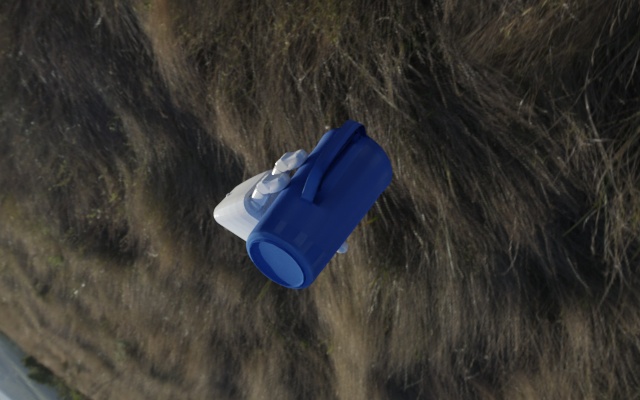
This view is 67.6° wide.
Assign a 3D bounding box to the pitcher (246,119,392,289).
[{"bbox_3d":[0.000,0.002,0.703,0.145,0.149,0.242,-13,30,46],"label":"pitcher"}]
